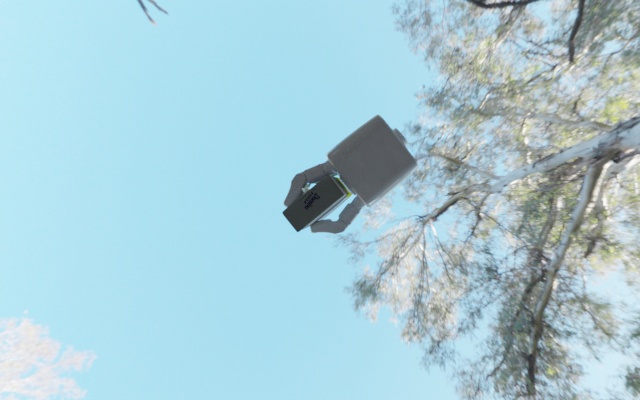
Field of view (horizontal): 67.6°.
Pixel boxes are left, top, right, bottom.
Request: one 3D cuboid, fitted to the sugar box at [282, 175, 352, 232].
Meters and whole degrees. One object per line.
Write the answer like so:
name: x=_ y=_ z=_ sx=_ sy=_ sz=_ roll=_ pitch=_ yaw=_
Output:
sugar box: x=0.000 y=0.002 z=0.786 sx=0.093 sy=0.048 sz=0.176 roll=-39 pitch=-6 yaw=6
